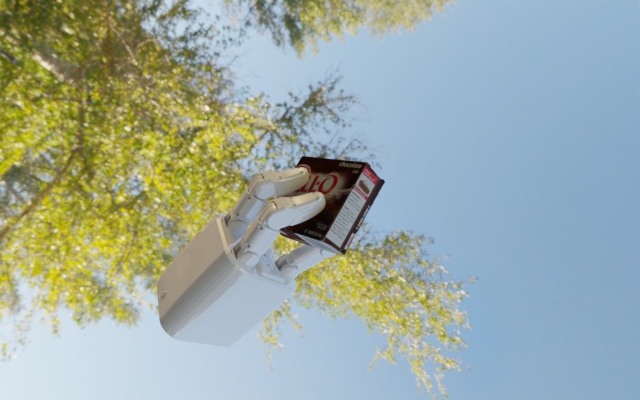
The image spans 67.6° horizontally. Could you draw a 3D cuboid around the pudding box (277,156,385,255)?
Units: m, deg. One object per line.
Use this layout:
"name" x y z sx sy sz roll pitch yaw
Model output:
"pudding box" 0.000 0.002 0.496 0.113 0.090 0.039 13 -21 50
